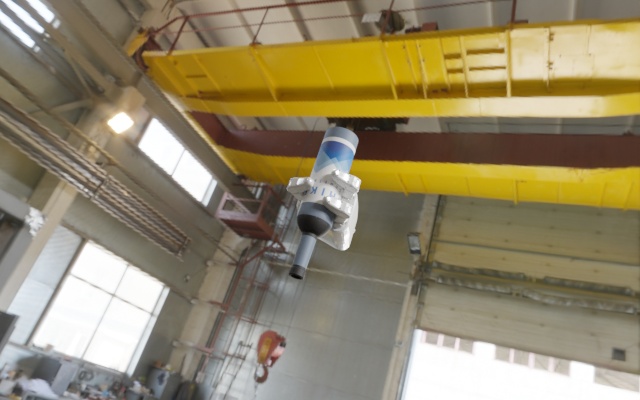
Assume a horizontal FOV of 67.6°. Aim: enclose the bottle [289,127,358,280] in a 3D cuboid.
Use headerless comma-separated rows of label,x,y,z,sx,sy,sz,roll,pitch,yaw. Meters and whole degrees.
bottle,0.000,0.003,0.872,0.069,0.295,0.069,15,-25,7
